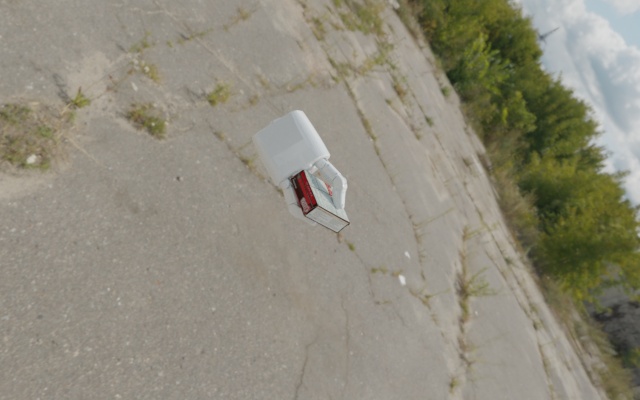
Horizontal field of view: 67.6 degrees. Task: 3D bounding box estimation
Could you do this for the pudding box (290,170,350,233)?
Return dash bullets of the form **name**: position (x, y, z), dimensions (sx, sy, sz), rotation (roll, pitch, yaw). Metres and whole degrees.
- **pudding box**: position (0.000, 0.003, 0.894), dimensions (0.039, 0.090, 0.113), rotation (-37, -37, 21)
